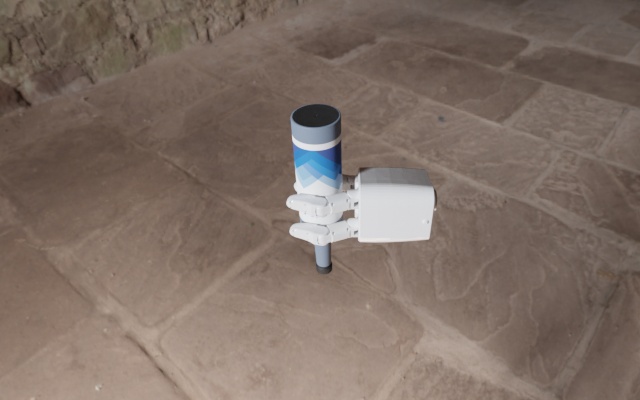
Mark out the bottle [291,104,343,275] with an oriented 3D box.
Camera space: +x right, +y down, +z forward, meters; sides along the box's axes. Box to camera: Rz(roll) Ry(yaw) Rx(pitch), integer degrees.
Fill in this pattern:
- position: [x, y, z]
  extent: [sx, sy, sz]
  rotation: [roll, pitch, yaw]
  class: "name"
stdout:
- position: [0.000, 0.002, 0.719]
  extent: [0.069, 0.296, 0.069]
  rotation: [-2, 39, 2]
  class: "bottle"
